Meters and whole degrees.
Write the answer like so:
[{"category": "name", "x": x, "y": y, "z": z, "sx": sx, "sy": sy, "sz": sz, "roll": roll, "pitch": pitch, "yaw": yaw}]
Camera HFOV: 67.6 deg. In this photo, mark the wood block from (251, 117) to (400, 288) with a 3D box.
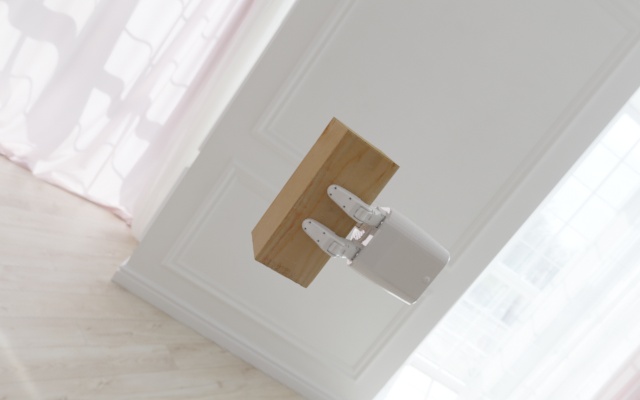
[{"category": "wood block", "x": 0.000, "y": 0.002, "z": 0.653, "sx": 0.090, "sy": 0.206, "sz": 0.090, "roll": 33, "pitch": 11, "yaw": -20}]
